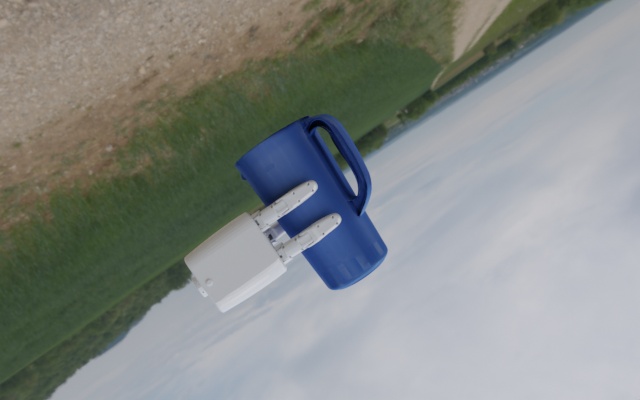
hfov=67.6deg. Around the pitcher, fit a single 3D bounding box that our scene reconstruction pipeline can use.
[{"bbox_3d":[0.000,0.002,0.702,0.145,0.243,0.149,-35,3,-13],"label":"pitcher"}]
